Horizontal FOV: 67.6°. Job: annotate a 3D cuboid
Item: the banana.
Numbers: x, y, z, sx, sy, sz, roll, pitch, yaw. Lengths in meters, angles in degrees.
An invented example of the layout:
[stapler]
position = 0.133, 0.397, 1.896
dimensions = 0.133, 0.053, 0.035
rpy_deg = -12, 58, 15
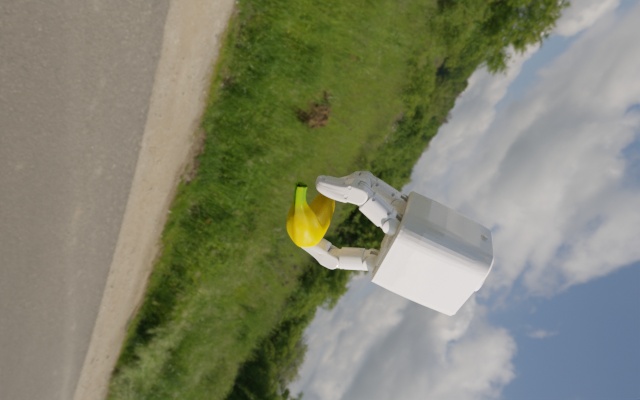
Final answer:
[banana]
position = -0.007, 0.019, 0.555
dimensions = 0.037, 0.069, 0.198
rpy_deg = 22, 2, 7
